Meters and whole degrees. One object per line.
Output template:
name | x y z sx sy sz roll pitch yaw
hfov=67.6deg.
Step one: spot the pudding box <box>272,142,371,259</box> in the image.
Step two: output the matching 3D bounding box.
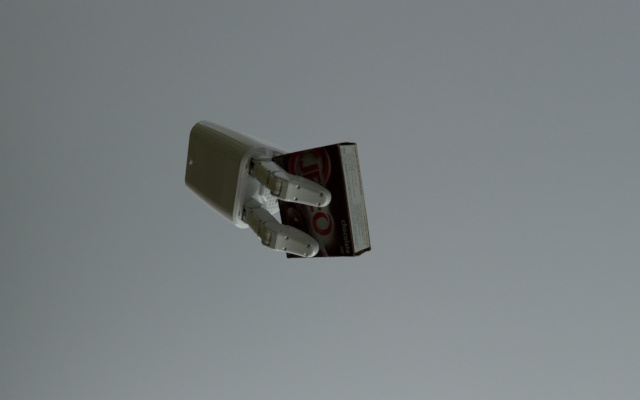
pudding box | 0.000 0.002 0.493 0.090 0.113 0.039 -7 5 40
